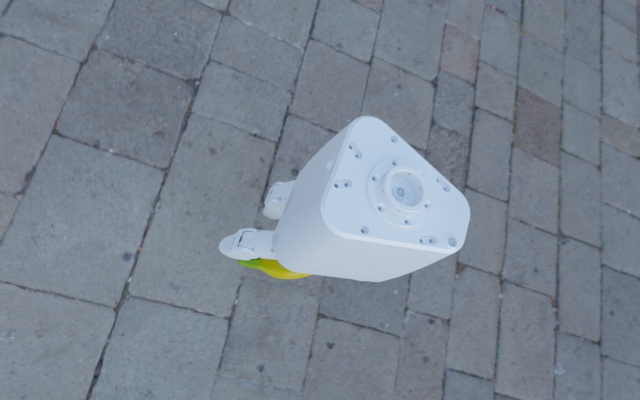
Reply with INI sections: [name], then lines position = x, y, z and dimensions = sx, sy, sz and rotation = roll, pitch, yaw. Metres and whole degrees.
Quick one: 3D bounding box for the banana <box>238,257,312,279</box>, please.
[banana]
position = 0.011, 0.017, 0.488
dimensions = 0.197, 0.069, 0.037
rotation = -42, -2, -27
